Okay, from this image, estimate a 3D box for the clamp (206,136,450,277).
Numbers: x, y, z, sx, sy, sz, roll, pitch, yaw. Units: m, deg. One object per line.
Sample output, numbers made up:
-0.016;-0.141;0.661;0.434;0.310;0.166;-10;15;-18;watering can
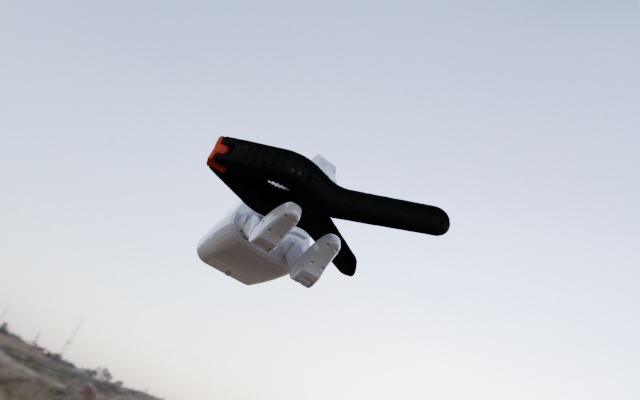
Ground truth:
0.000;0.001;0.438;0.210;0.036;0.164;33;-36;-22;clamp
